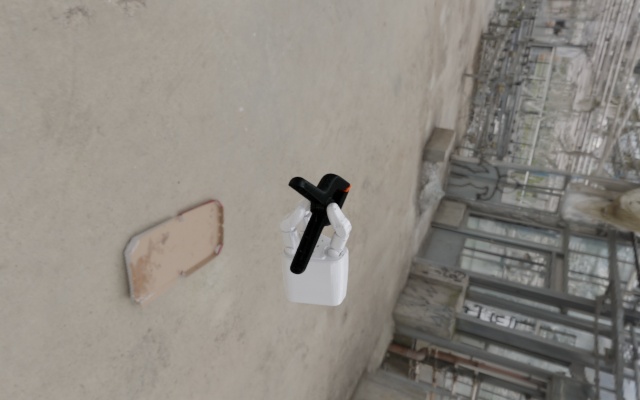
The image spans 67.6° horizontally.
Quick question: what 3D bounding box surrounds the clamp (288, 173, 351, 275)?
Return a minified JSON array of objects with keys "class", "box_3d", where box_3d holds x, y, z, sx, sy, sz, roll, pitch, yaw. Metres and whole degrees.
[{"class":"clamp","box_3d":[0.001,0.003,0.803,0.036,0.165,0.210,12,33,22]}]
